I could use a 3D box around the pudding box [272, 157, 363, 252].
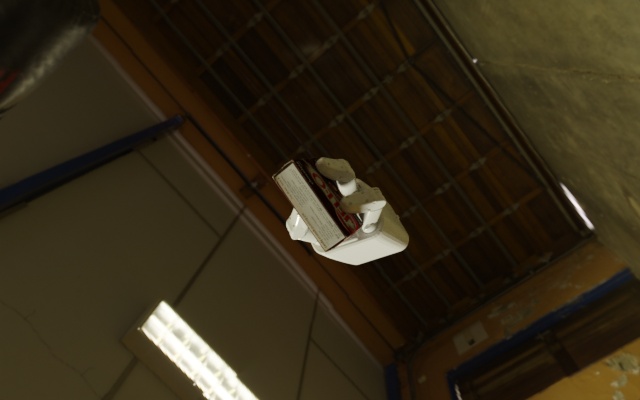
[{"bbox_3d":[0.000,0.002,0.588,0.039,0.113,0.090,-39,-5,17],"label":"pudding box"}]
